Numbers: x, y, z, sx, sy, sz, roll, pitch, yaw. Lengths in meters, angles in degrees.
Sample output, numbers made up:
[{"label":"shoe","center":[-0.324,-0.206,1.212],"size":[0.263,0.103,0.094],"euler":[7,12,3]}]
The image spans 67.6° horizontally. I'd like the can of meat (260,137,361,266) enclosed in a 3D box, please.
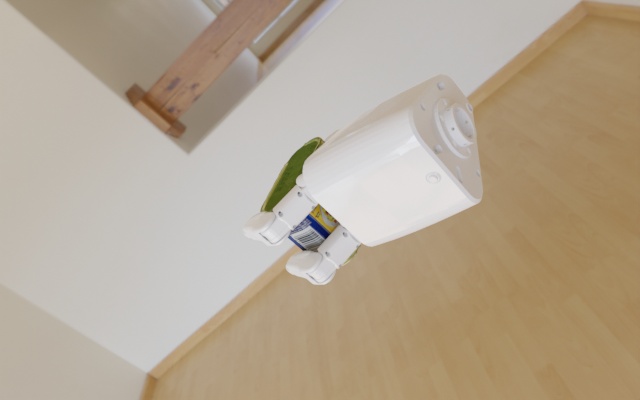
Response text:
[{"label":"can of meat","center":[0.000,0.001,0.461],"size":[0.057,0.102,0.084],"euler":[-24,-58,43]}]
